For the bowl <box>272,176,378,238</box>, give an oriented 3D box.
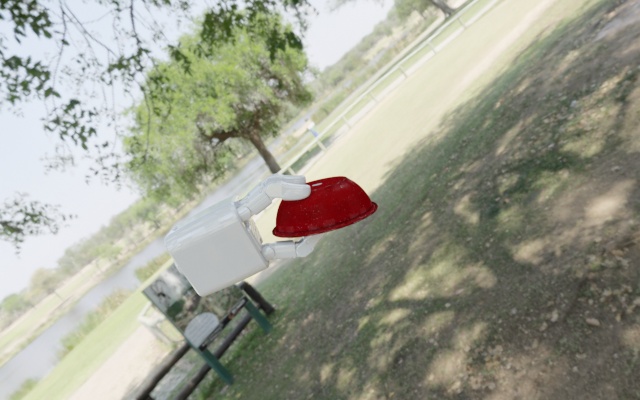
[{"bbox_3d":[0.001,0.001,0.701,0.162,0.055,0.162,-14,10,3],"label":"bowl"}]
